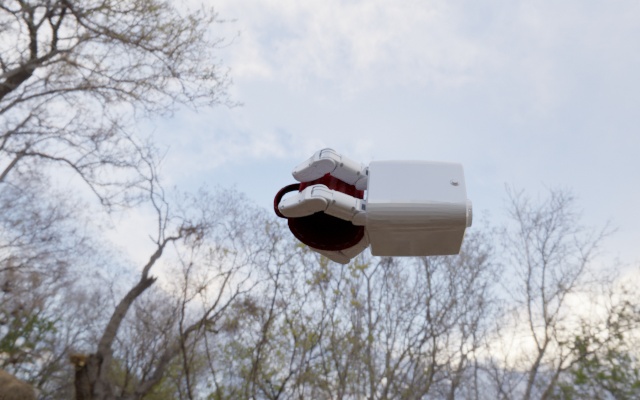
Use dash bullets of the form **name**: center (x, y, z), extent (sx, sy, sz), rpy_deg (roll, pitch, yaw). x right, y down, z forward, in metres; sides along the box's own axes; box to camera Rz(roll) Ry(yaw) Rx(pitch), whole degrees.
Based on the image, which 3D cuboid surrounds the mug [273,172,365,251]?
- **mug**: center (-0.001, 0.002, 0.591), extent (0.117, 0.081, 0.093), rpy_deg (1, -44, 10)
